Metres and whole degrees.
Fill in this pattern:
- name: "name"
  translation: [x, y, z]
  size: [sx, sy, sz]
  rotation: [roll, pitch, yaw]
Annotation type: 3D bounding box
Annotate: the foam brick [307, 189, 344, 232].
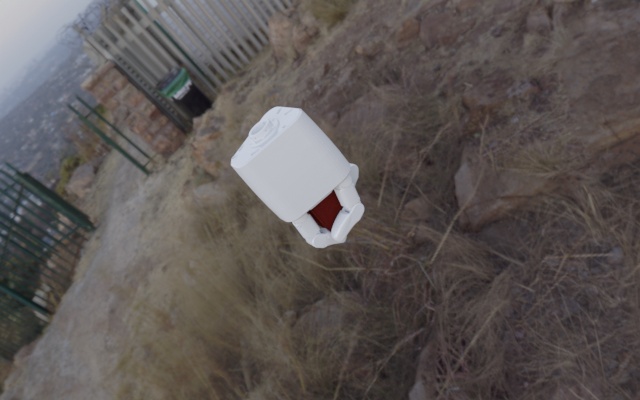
- name: "foam brick"
  translation: [0.000, 0.002, 0.681]
  size: [0.051, 0.053, 0.078]
  rotation: [49, -14, -30]
